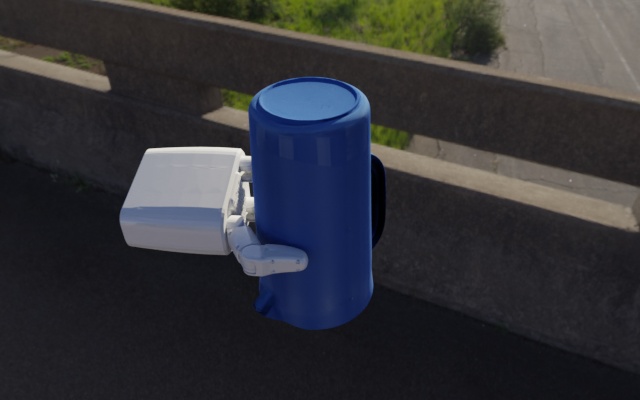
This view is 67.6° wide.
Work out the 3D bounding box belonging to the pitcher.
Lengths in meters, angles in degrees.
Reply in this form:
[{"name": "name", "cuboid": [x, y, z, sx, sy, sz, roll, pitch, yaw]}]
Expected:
[{"name": "pitcher", "cuboid": [0.000, 0.002, 0.494, 0.145, 0.243, 0.149, 2, 38, 5]}]
